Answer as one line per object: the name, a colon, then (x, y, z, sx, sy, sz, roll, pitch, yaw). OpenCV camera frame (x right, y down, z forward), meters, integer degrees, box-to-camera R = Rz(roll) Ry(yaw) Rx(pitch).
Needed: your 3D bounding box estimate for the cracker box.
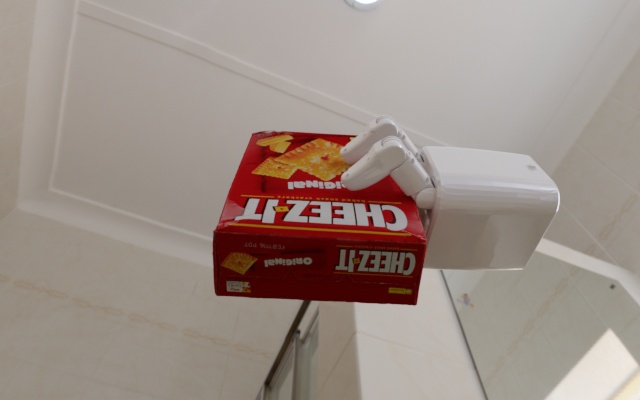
cracker box: (0.000, 0.002, 0.458, 0.164, 0.072, 0.213, 2, 28, 0)
